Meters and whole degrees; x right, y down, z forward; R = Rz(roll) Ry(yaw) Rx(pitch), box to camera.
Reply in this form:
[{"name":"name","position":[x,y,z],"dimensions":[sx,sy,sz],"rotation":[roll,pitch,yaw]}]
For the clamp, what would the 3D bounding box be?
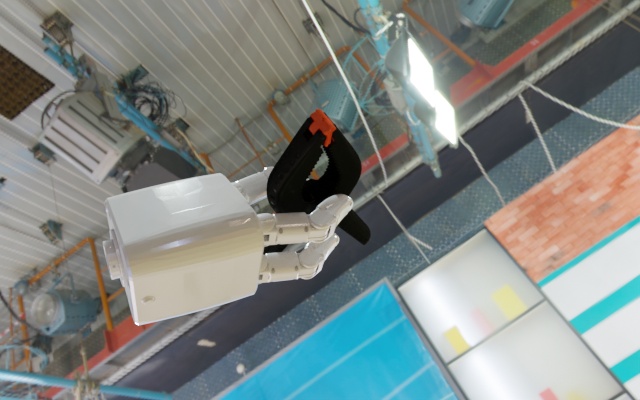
[{"name":"clamp","position":[0.000,0.001,0.472],"dimensions":[0.164,0.210,0.036],"rotation":[-14,51,-28]}]
